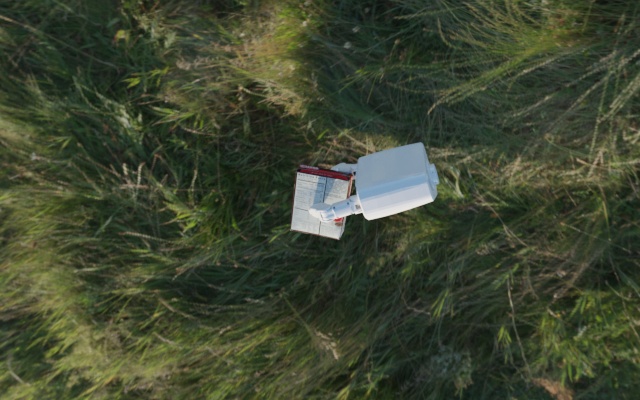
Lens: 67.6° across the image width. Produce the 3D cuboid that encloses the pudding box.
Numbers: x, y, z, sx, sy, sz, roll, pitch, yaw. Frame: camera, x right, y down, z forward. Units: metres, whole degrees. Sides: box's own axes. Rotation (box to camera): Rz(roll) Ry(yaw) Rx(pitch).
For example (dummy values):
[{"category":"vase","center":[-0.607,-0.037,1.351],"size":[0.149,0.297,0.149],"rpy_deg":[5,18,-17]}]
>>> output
[{"category":"pudding box","center":[0.000,0.003,0.790],"size":[0.090,0.113,0.039],"rpy_deg":[11,24,7]}]
